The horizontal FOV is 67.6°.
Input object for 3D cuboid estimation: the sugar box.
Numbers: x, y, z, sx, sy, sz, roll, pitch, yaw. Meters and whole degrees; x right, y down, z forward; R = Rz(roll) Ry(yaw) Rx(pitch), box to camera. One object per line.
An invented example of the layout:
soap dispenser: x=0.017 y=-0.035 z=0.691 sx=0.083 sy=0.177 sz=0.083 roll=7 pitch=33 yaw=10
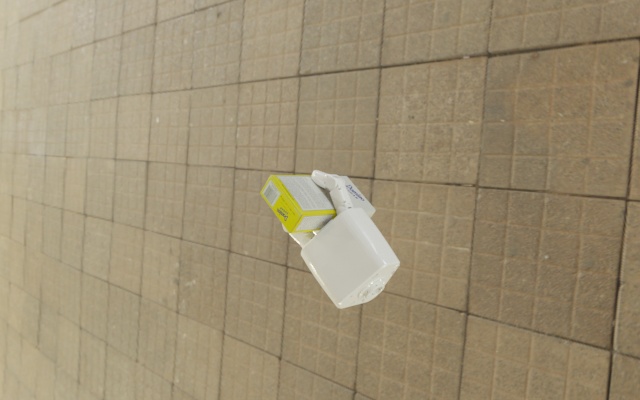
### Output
sugar box: x=0.000 y=0.003 z=0.768 sx=0.176 sy=0.048 sz=0.093 roll=1 pitch=42 yaw=-47
